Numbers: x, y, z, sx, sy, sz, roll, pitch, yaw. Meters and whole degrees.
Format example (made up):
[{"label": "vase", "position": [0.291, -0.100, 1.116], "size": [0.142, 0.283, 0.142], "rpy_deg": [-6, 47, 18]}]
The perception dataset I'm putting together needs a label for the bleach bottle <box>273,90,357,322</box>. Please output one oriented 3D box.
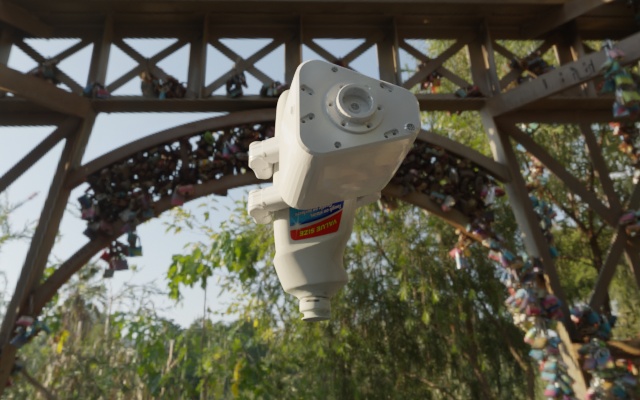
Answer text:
[{"label": "bleach bottle", "position": [0.000, 0.002, 0.519], "size": [0.102, 0.250, 0.068], "rpy_deg": [2, -23, -10]}]
